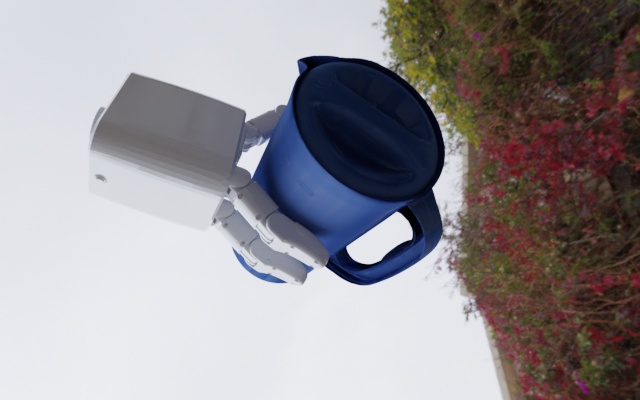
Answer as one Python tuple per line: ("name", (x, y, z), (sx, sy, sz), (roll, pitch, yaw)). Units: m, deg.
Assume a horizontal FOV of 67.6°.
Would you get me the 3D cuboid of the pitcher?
("pitcher", (0.000, 0.001, 0.451), (0.145, 0.149, 0.243), (17, -33, -17))
